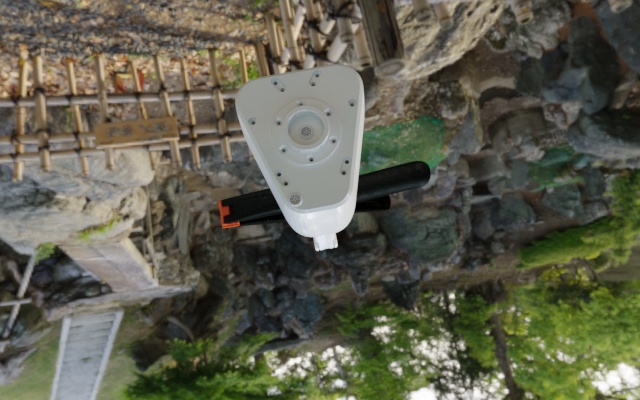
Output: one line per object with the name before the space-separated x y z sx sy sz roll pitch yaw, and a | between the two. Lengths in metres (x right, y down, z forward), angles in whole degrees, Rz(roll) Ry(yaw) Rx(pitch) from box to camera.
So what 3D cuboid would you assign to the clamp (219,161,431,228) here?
clamp | 0.000 0.003 0.516 0.210 0.036 0.164 -9 -10 0
